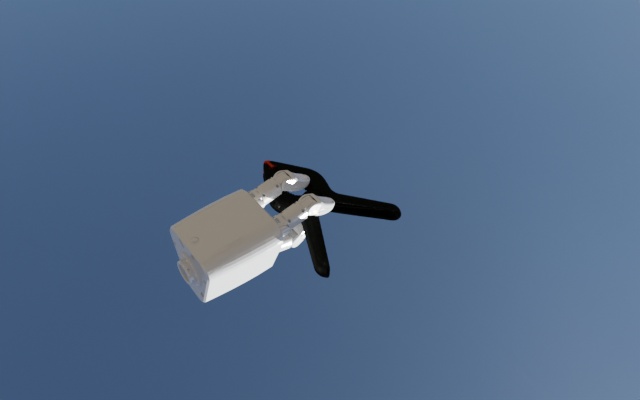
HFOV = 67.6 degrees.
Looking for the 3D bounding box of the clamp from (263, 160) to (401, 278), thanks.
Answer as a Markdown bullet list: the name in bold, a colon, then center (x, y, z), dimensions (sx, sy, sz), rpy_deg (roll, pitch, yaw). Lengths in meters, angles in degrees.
- **clamp**: center (-0.001, 0.003, 0.684), dimensions (0.164, 0.036, 0.210), rpy_deg (-27, 55, -31)
